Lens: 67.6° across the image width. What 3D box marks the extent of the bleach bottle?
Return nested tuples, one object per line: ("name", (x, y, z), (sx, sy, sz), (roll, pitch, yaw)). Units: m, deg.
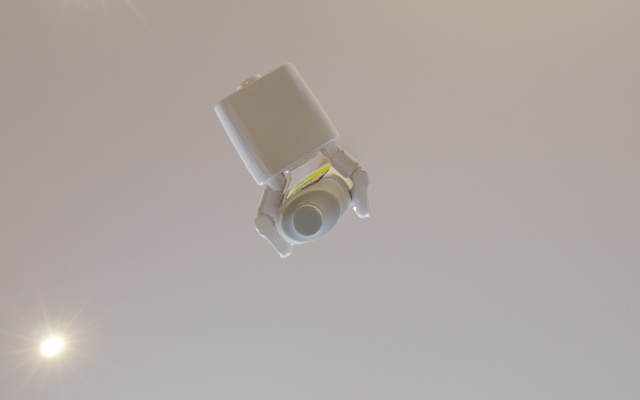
("bleach bottle", (0.000, 0.002, 0.589), (0.102, 0.068, 0.251), (-32, 4, 6))
